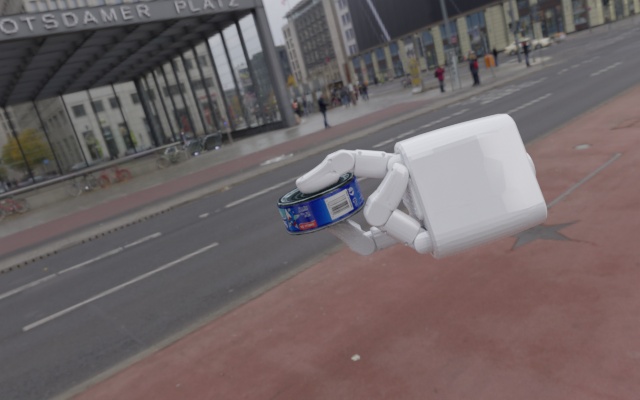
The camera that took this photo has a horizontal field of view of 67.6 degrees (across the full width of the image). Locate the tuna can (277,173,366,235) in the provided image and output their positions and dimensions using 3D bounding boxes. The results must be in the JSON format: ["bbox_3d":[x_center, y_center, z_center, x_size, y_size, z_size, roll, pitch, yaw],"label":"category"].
[{"bbox_3d":[0.000,0.001,0.485,0.086,0.034,0.086,-20,12,5],"label":"tuna can"}]
